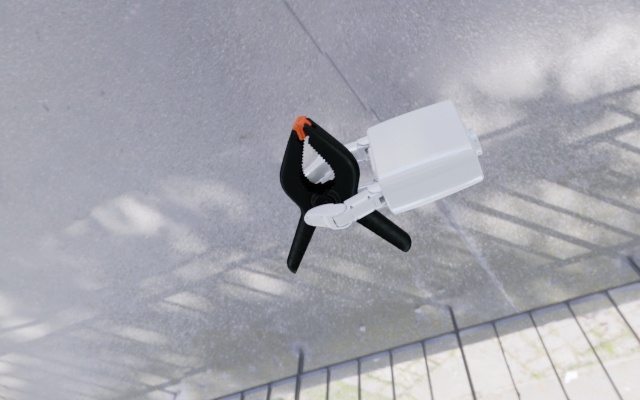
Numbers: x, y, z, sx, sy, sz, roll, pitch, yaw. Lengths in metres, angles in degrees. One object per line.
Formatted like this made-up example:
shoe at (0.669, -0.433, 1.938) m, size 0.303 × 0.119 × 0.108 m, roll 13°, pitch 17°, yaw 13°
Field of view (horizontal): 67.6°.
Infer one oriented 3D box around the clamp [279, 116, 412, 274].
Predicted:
clamp at (0.000, 0.002, 0.576) m, size 0.164 × 0.210 × 0.036 m, roll -20°, pitch 28°, yaw 16°
